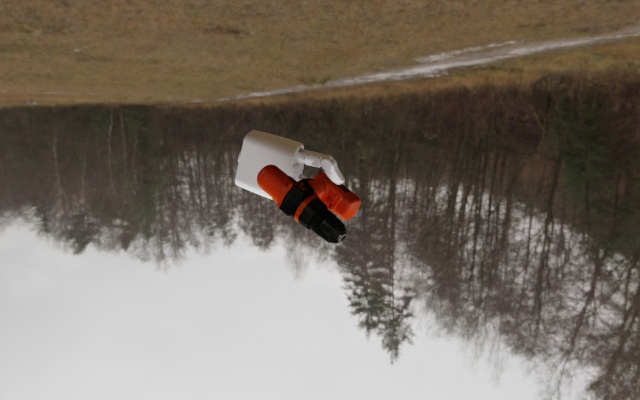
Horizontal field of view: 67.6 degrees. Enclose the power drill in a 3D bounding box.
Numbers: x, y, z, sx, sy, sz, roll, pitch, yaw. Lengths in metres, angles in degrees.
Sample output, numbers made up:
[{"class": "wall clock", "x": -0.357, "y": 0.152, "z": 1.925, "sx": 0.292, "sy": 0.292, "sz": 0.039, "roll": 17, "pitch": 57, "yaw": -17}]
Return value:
[{"class": "power drill", "x": 0.000, "y": 0.003, "z": 0.837, "sx": 0.184, "sy": 0.057, "sz": 0.187, "roll": 41, "pitch": 18, "yaw": 20}]
